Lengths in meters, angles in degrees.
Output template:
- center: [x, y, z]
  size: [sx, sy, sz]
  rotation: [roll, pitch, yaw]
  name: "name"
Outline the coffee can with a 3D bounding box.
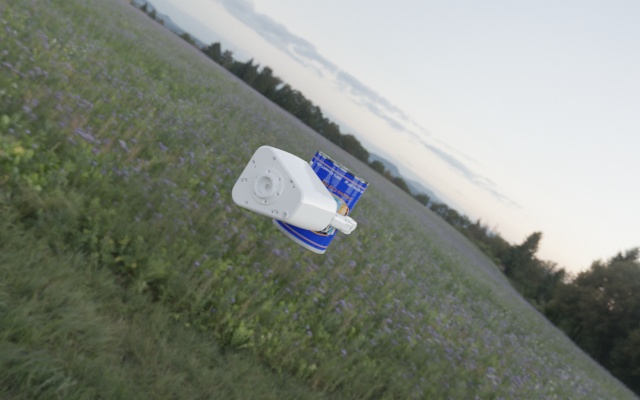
- center: [0.000, 0.003, 0.795]
  size: [0.103, 0.140, 0.103]
  rotation: [33, 6, -4]
  name: "coffee can"
